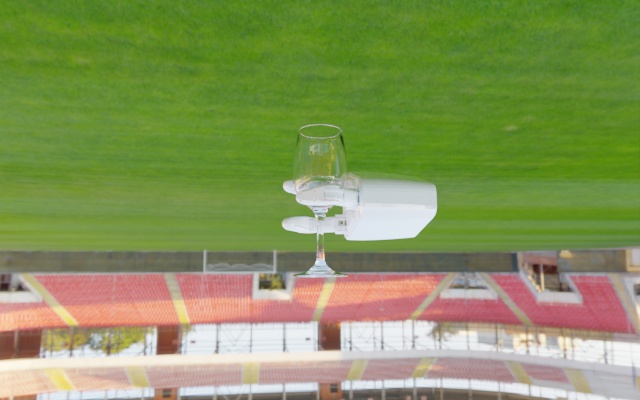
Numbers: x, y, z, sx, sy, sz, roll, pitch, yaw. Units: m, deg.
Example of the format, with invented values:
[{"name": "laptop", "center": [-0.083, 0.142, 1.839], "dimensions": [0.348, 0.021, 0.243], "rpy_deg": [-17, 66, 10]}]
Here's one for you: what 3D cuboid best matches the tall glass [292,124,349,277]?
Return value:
[{"name": "tall glass", "center": [0.000, 0.003, 0.648], "dimensions": [0.079, 0.201, 0.079], "rpy_deg": [0, -8, 0]}]
